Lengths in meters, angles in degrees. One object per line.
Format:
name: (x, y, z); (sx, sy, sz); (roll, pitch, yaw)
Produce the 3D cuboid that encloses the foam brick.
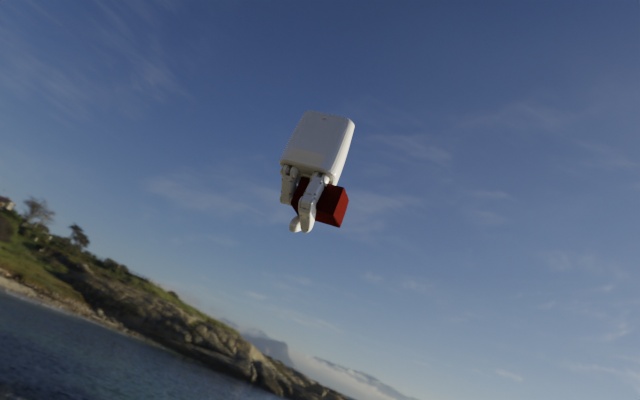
foam brick: (0.000, 0.003, 0.772); (0.078, 0.051, 0.053); (15, -21, 20)
